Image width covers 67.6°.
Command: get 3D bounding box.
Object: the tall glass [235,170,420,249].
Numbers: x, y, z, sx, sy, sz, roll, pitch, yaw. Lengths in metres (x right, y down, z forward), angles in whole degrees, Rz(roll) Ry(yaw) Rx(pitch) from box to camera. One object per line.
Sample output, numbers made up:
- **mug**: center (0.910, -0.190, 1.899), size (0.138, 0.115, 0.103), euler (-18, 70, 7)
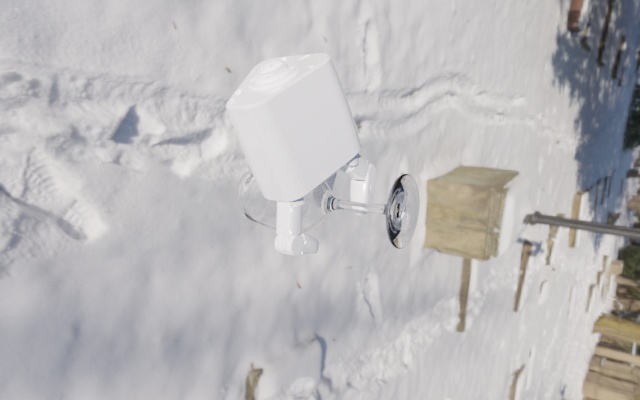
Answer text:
- **tall glass**: center (0.001, 0.002, 0.523), size (0.201, 0.079, 0.079), euler (6, 3, 34)
